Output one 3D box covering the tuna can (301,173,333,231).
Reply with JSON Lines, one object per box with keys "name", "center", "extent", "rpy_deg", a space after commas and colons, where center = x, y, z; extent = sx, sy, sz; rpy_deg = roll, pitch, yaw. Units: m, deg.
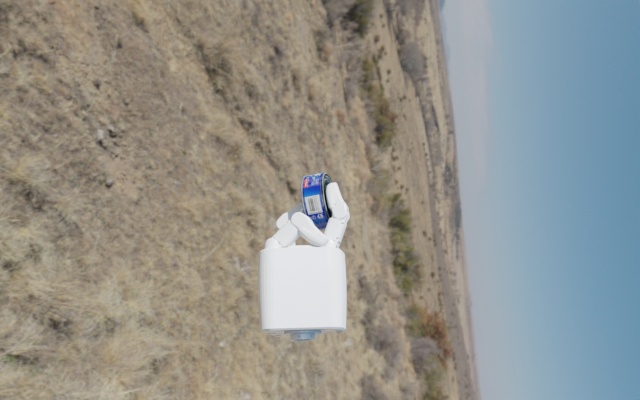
{"name": "tuna can", "center": [0.001, 0.002, 0.710], "extent": [0.034, 0.086, 0.086], "rpy_deg": [-11, -3, 14]}
